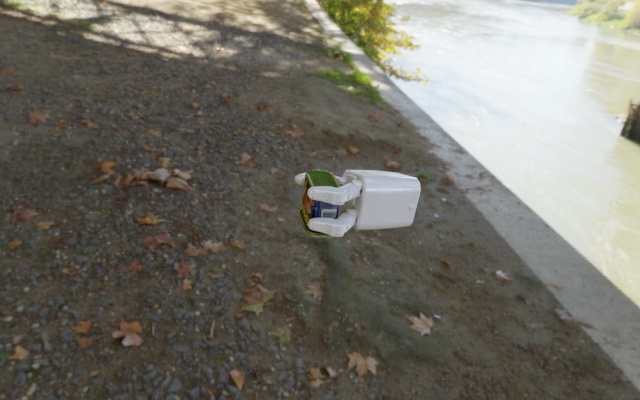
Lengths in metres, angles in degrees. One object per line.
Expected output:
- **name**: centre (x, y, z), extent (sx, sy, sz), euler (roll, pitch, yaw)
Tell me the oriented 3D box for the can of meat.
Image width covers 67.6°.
- **can of meat**: centre (0.000, 0.002, 0.829), extent (0.057, 0.084, 0.102), euler (2, 27, -13)
